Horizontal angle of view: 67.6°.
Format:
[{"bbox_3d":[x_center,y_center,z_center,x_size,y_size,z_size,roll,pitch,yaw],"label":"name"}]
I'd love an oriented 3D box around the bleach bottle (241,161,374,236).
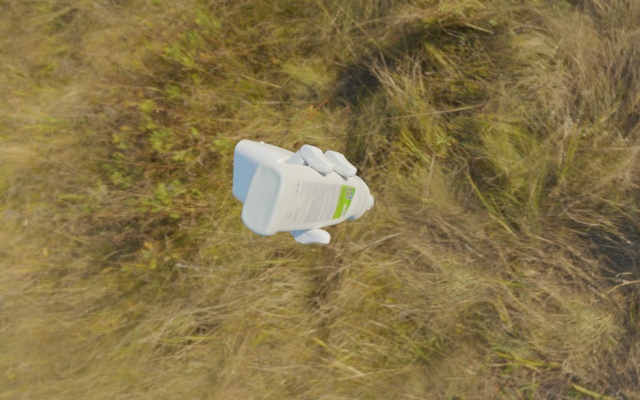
[{"bbox_3d":[0.000,0.002,0.735,0.068,0.102,0.251,27,14,37],"label":"bleach bottle"}]
